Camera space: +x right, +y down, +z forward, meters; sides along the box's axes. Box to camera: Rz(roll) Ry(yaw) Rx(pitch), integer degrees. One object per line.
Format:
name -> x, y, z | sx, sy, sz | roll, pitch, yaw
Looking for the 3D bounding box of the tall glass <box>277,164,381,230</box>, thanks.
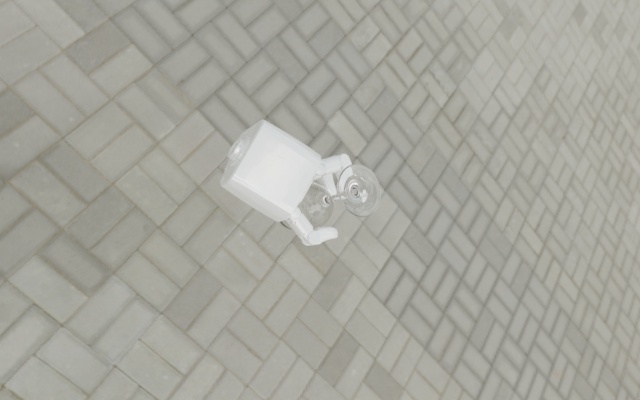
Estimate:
tall glass -> 0.001, 0.002, 0.736 | 0.079, 0.079, 0.201 | 0, -10, -33
